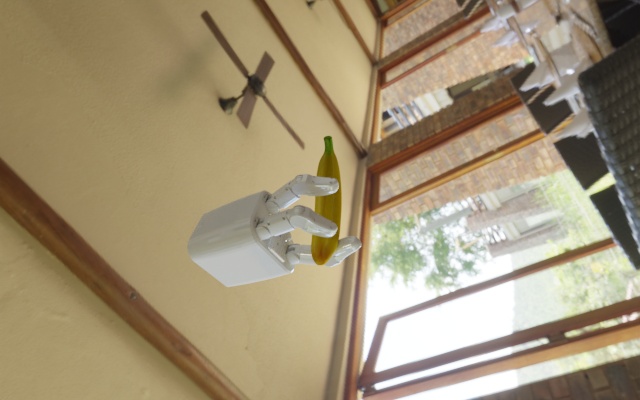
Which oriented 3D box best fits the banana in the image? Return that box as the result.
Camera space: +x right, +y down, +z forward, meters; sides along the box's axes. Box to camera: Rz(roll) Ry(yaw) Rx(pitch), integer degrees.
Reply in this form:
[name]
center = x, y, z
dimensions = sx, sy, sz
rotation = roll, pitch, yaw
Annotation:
[banana]
center = 0.006, 0.009, 0.657
dimensions = 0.037, 0.197, 0.070
rotation = -9, -33, 17
